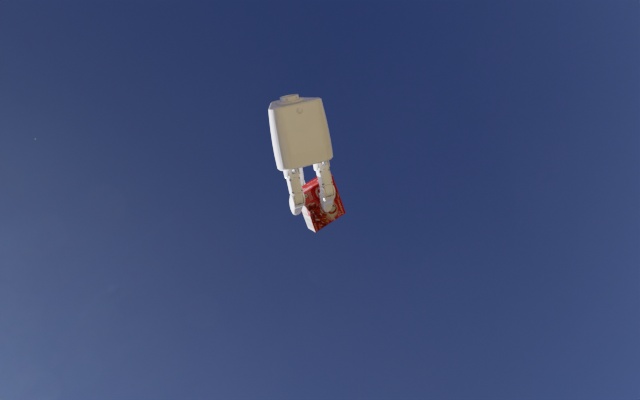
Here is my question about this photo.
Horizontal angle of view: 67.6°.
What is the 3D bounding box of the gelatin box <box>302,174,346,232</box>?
[{"bbox_3d":[0.000,0.003,0.884,0.073,0.089,0.030,-32,32,-21],"label":"gelatin box"}]
